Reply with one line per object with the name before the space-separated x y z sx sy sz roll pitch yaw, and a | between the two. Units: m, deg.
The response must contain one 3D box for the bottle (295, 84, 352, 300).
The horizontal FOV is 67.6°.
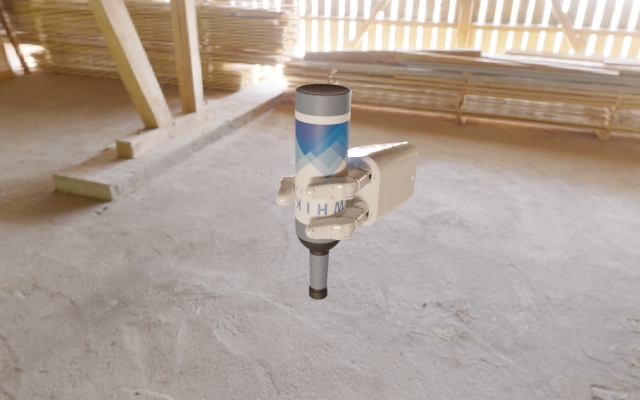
bottle | 0.000 0.002 0.625 0.069 0.296 0.069 1 25 -1
